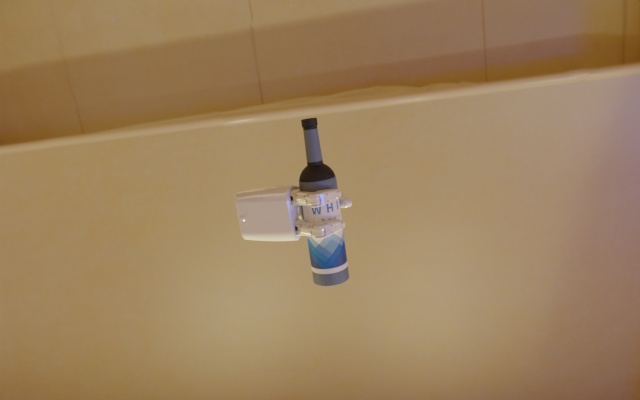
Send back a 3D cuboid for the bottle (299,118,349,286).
[{"bbox_3d":[0.000,0.003,0.846,0.069,0.296,0.069,-8,13,2],"label":"bottle"}]
